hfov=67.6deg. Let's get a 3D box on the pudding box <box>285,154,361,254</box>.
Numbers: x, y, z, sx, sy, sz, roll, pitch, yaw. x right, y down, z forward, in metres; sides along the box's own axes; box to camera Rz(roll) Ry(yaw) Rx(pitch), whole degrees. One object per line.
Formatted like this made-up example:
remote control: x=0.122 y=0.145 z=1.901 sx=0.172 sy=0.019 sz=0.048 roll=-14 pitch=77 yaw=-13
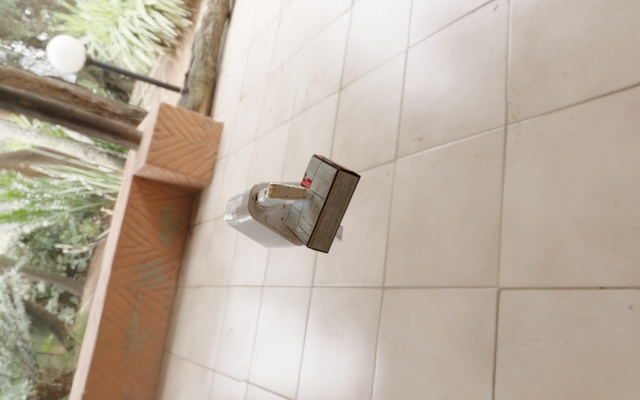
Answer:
pudding box: x=0.000 y=0.002 z=0.638 sx=0.039 sy=0.113 sz=0.090 roll=16 pitch=10 yaw=-28
